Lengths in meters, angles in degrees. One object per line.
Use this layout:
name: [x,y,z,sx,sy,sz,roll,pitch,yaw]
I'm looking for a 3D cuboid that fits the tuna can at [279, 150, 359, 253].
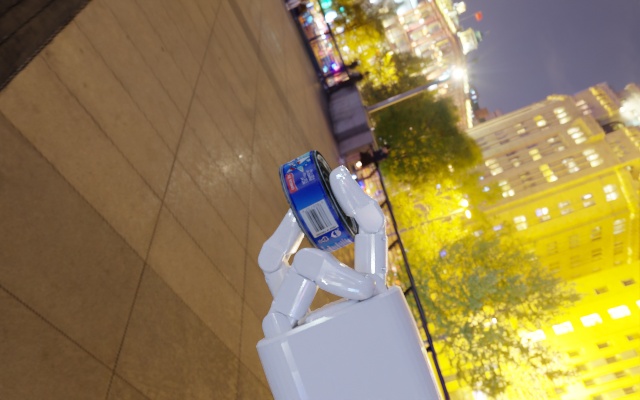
tuna can: [0.001,0.001,0.403,0.034,0.086,0.086,-26,-5,9]
